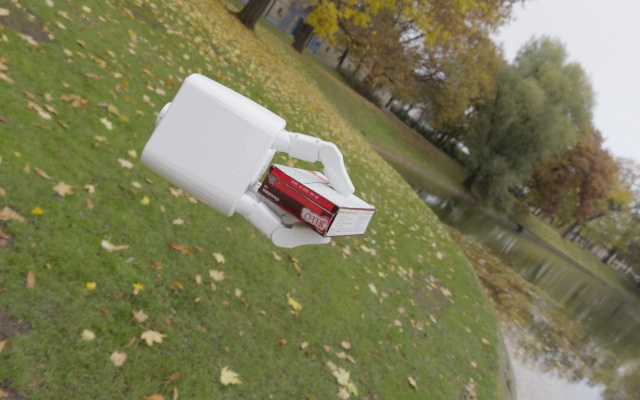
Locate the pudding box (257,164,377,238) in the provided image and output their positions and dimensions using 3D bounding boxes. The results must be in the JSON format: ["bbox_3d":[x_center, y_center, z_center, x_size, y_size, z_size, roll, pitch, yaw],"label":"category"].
[{"bbox_3d":[0.000,0.001,0.511,0.090,0.039,0.113,34,14,23],"label":"pudding box"}]
